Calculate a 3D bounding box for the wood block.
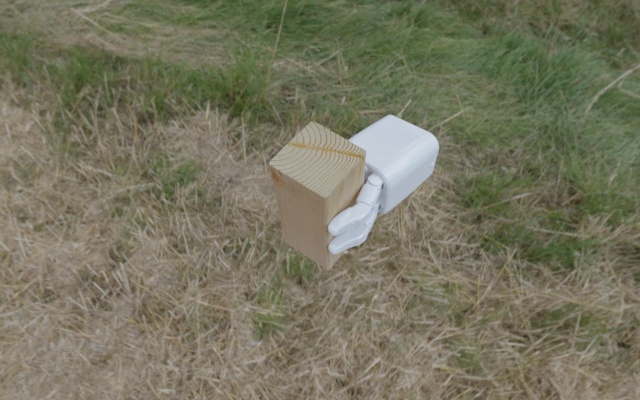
[{"bbox_3d":[0.000,0.002,0.674,0.091,0.090,0.206,32,-26,21],"label":"wood block"}]
